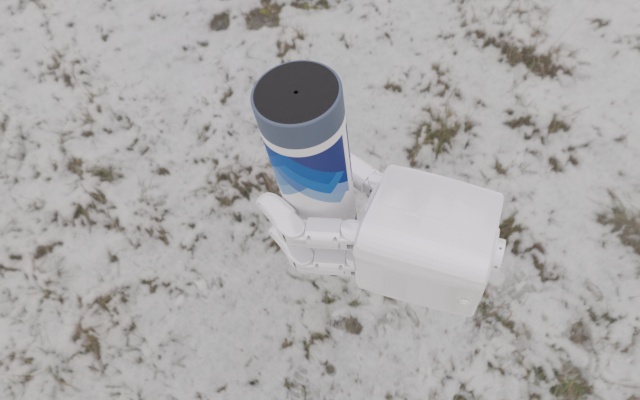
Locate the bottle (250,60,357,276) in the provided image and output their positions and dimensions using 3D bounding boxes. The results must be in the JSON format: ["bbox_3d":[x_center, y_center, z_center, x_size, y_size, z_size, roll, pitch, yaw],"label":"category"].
[{"bbox_3d":[0.000,0.001,0.461,0.069,0.069,0.296,0,-32,8],"label":"bottle"}]
